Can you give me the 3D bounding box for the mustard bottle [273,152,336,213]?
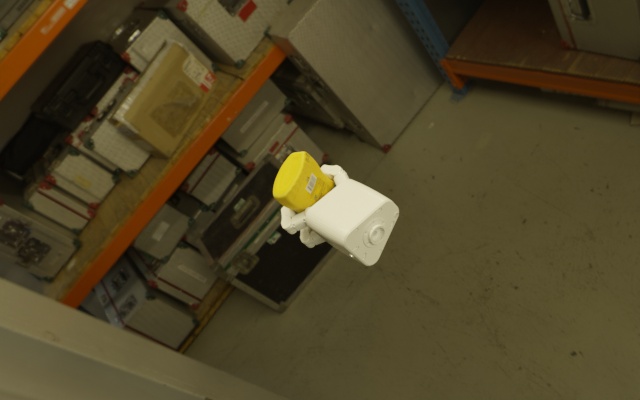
[{"bbox_3d":[0.000,0.003,0.863,0.058,0.096,0.192,-3,-33,41],"label":"mustard bottle"}]
